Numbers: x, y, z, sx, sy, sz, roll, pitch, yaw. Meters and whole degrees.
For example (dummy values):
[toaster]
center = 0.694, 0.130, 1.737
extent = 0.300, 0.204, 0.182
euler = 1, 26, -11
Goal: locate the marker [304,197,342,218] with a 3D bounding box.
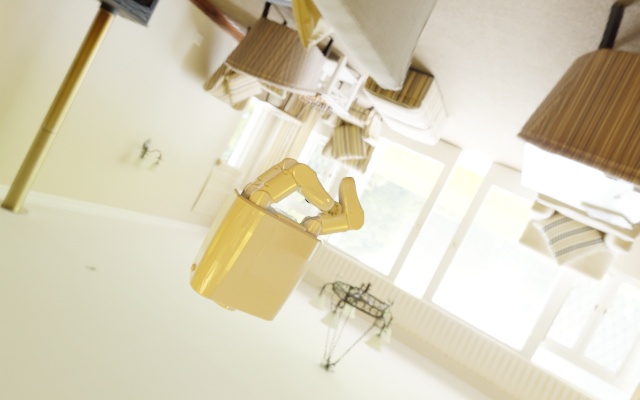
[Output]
[marker]
center = 0.000, 0.002, 0.567
extent = 0.020, 0.020, 0.121
euler = 0, 7, -13
